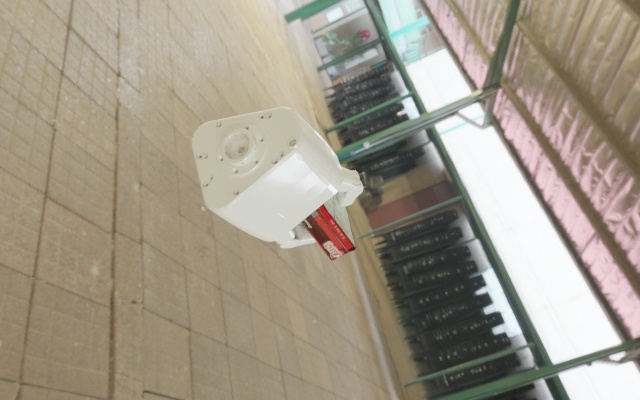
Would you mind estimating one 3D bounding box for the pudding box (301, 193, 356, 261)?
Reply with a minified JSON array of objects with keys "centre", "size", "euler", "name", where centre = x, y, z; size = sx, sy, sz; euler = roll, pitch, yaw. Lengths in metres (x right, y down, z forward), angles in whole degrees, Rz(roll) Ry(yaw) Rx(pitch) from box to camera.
[{"centre":[0.000,0.002,0.569],"size":[0.039,0.090,0.113],"euler":[-24,38,14],"name":"pudding box"}]
